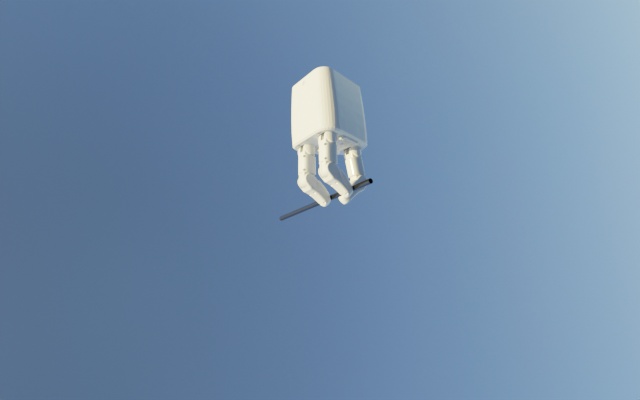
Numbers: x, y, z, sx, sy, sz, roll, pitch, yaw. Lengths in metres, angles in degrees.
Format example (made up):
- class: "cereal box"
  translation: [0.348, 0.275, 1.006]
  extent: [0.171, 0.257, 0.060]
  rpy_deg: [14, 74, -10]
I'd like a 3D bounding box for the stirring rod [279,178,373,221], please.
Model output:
- class: "stirring rod"
  translation: [0.000, 0.002, 0.762]
  extent: [0.011, 0.011, 0.239]
  rpy_deg: [0, -14, -37]
